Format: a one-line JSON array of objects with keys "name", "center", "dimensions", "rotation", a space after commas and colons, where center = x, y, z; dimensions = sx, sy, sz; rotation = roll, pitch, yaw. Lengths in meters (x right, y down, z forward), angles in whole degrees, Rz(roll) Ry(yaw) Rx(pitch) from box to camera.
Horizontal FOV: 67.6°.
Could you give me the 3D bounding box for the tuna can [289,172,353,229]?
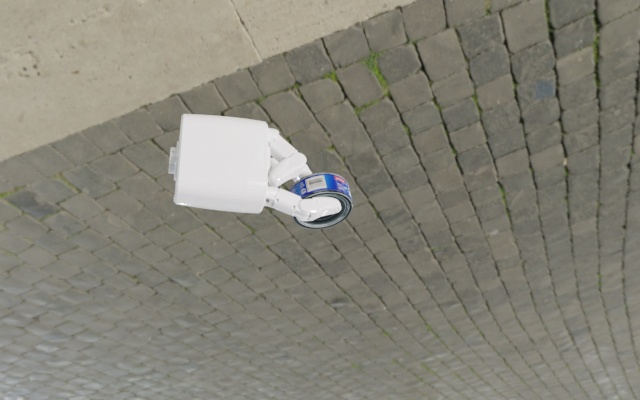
[{"name": "tuna can", "center": [0.000, 0.003, 0.648], "dimensions": [0.086, 0.033, 0.086], "rotation": [-8, -37, -6]}]
